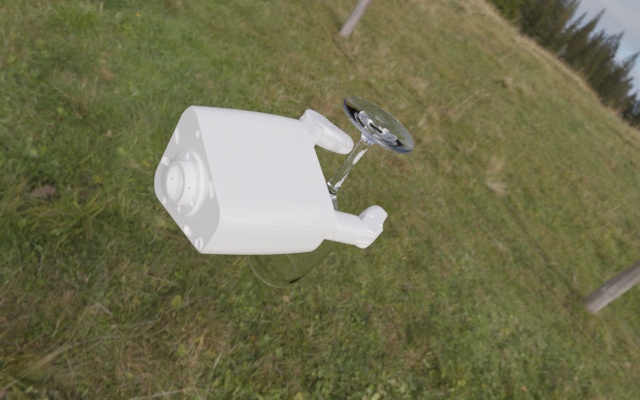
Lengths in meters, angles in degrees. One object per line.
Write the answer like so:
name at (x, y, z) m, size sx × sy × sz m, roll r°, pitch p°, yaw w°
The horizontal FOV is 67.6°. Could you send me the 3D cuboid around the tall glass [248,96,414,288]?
tall glass at (0.001, 0.001, 0.465) m, size 0.079 × 0.079 × 0.201 m, roll 0°, pitch -44°, yaw -45°
